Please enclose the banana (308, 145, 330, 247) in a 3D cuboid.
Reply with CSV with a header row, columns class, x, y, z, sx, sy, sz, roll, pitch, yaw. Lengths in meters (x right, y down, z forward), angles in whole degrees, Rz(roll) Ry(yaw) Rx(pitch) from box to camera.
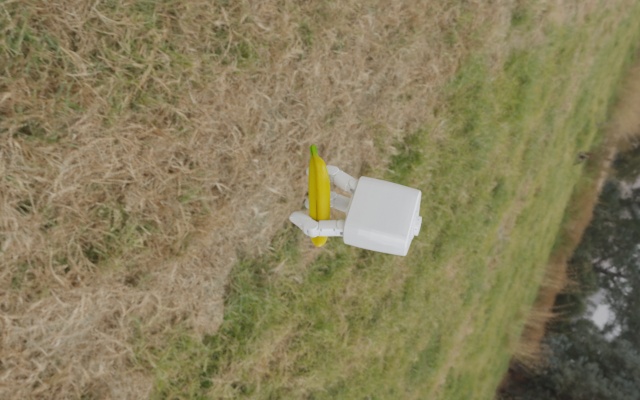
class,x,y,z,sx,sy,sz,roll,pitch,yaw
banana,-0.001,0.008,0.823,0.037,0.198,0.069,1,26,3
